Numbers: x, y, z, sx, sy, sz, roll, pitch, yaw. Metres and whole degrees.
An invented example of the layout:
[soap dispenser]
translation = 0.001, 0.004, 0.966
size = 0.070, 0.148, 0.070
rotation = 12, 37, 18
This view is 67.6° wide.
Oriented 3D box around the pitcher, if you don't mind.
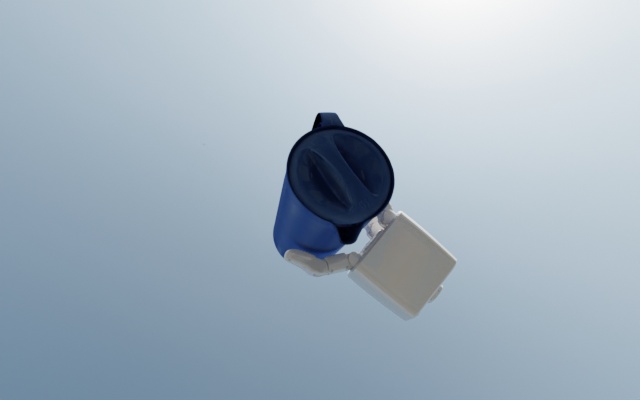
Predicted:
[pitcher]
translation = 0.000, 0.002, 0.672
size = 0.145, 0.149, 0.243
rotation = 38, -26, 4
